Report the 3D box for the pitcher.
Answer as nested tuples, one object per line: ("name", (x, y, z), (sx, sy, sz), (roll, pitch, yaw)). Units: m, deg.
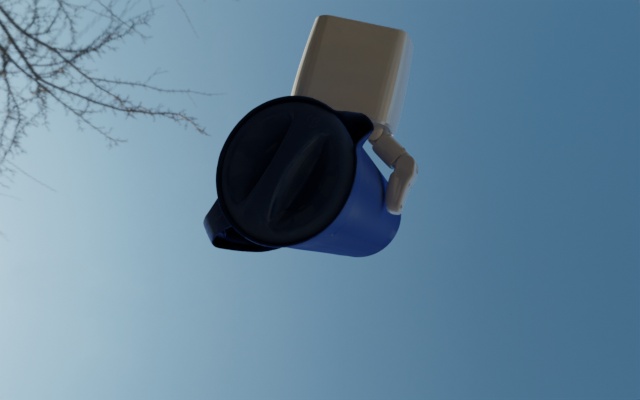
("pitcher", (0.000, 0.001, 0.509), (0.149, 0.145, 0.243), (11, -8, 24))
